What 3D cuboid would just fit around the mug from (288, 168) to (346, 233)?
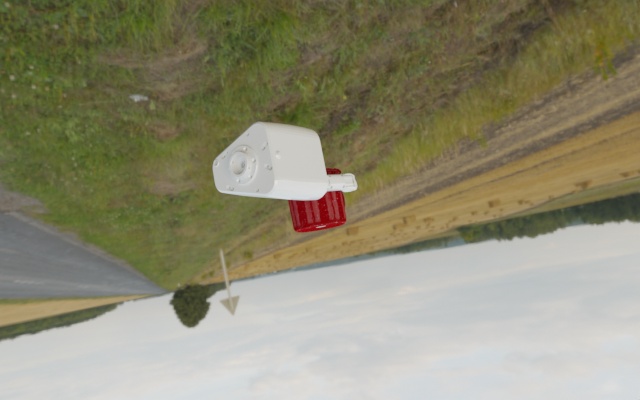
[{"bbox_3d":[0.001,0.003,0.736,0.093,0.081,0.117,-16,-10,34],"label":"mug"}]
